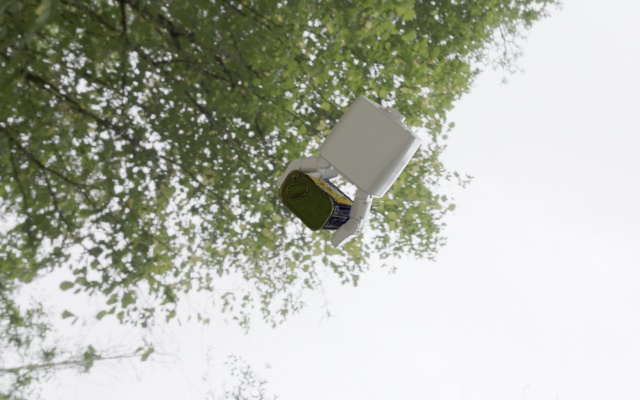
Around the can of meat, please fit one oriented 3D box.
[{"bbox_3d":[0.000,0.003,0.736,0.102,0.057,0.084,42,19,31],"label":"can of meat"}]
